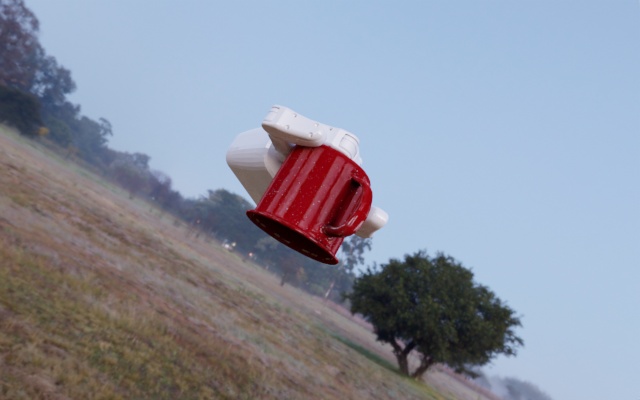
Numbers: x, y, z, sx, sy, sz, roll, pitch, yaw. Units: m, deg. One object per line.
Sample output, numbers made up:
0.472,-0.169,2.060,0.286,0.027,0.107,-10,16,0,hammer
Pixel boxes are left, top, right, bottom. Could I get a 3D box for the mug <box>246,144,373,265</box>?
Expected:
0.001,0.001,0.421,0.093,0.081,0.117,39,-18,-31,mug
